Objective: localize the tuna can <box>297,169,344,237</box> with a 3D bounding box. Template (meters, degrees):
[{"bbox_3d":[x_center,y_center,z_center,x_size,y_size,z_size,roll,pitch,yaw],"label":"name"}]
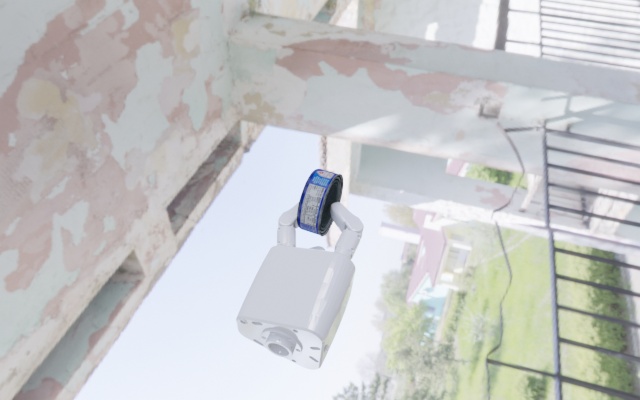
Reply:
[{"bbox_3d":[0.000,0.002,0.631,0.034,0.086,0.086,17,4,15],"label":"tuna can"}]
